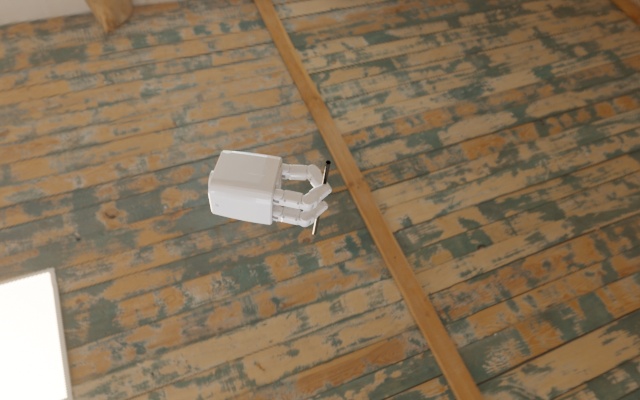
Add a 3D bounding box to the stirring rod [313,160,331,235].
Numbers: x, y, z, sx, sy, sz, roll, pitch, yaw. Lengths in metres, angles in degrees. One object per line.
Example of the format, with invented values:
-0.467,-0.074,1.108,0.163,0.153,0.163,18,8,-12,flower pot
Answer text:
0.000,0.003,0.849,0.011,0.011,0.240,0,-31,-7,stirring rod
